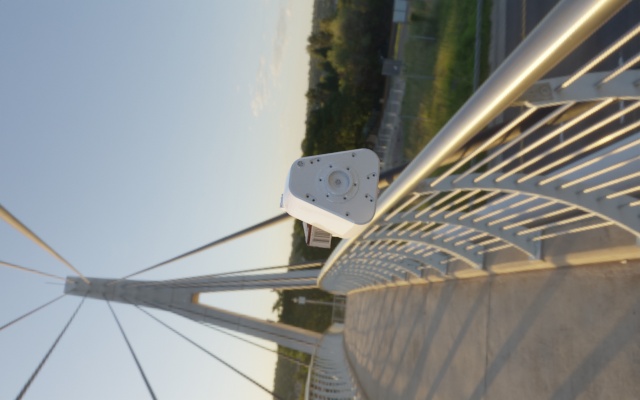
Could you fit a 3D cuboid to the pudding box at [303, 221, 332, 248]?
[{"bbox_3d":[0.000,0.002,0.713,0.039,0.113,0.090,7,17,-8],"label":"pudding box"}]
